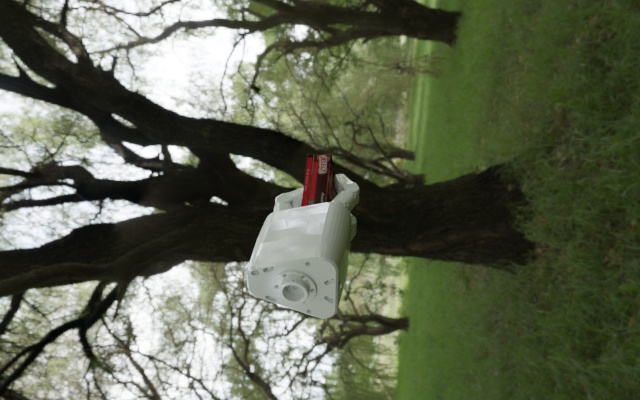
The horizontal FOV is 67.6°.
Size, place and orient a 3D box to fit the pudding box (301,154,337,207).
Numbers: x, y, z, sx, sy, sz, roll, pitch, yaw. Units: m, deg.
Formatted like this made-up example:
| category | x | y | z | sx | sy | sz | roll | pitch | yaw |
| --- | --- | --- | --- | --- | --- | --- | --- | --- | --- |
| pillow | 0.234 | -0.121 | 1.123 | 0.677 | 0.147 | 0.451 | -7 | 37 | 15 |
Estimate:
| category | x | y | z | sx | sy | sz | roll | pitch | yaw |
| --- | --- | --- | --- | --- | --- | --- | --- | --- | --- |
| pudding box | 0.000 | 0.002 | 0.666 | 0.039 | 0.090 | 0.114 | 4 | -29 | 6 |
